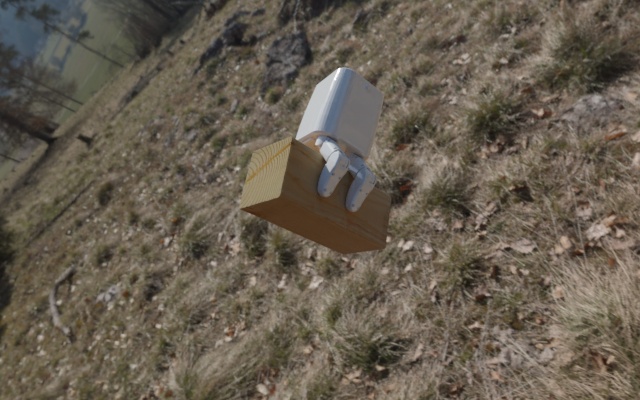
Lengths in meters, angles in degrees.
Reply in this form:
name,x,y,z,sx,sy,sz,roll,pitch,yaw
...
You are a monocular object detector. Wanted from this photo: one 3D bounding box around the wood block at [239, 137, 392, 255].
name,x,y,z,sx,sy,sz,roll,pitch,yaw
wood block,0.000,0.002,0.687,0.206,0.090,0.091,27,-27,-37
